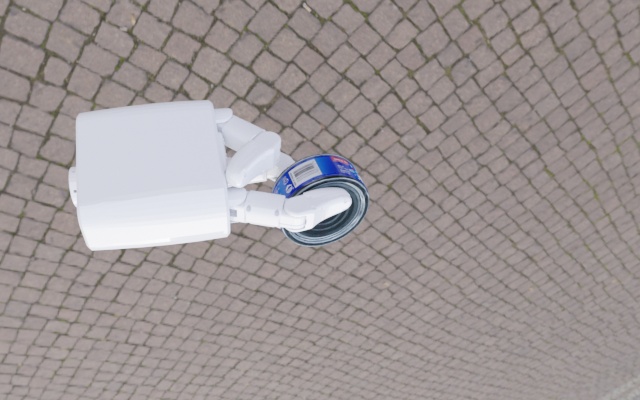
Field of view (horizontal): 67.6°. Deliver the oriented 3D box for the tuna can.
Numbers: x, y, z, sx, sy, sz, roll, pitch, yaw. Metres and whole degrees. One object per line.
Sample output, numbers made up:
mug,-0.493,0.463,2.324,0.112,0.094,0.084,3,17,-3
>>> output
tuna can,0.000,0.002,0.431,0.086,0.086,0.033,0,41,-25
